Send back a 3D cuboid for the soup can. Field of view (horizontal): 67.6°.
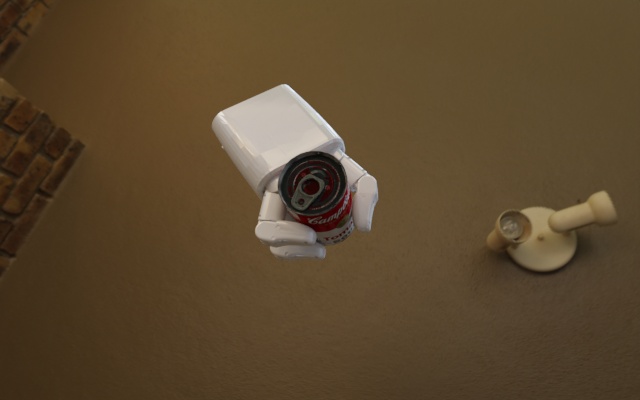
[{"bbox_3d":[0.001,0.002,0.500,0.068,0.068,0.102,0,-22,10],"label":"soup can"}]
